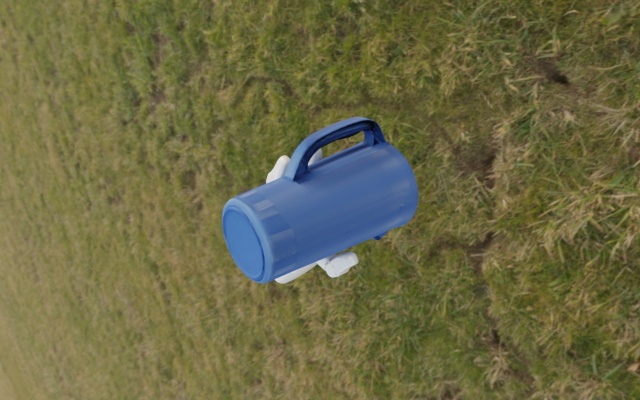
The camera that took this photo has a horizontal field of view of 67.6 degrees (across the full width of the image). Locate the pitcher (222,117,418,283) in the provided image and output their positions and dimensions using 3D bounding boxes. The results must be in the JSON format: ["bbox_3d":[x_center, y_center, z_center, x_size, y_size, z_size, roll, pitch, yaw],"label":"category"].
[{"bbox_3d":[0.000,0.002,0.619,0.243,0.149,0.145,-22,-14,-34],"label":"pitcher"}]
